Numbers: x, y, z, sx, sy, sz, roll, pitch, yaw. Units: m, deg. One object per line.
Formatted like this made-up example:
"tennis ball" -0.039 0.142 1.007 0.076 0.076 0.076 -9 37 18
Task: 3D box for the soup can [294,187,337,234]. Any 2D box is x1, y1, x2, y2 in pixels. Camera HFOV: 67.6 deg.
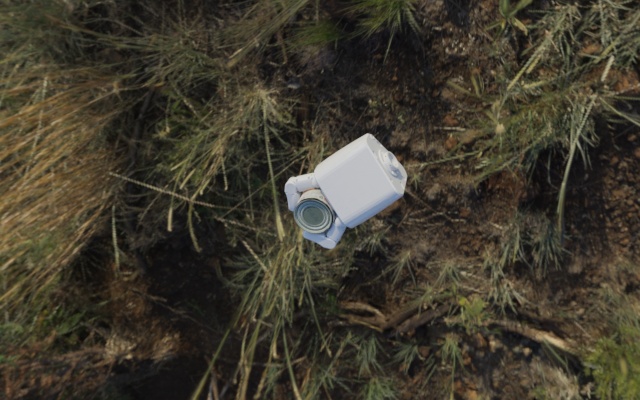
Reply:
"soup can" 0.000 0.003 0.813 0.068 0.068 0.102 0 28 16
